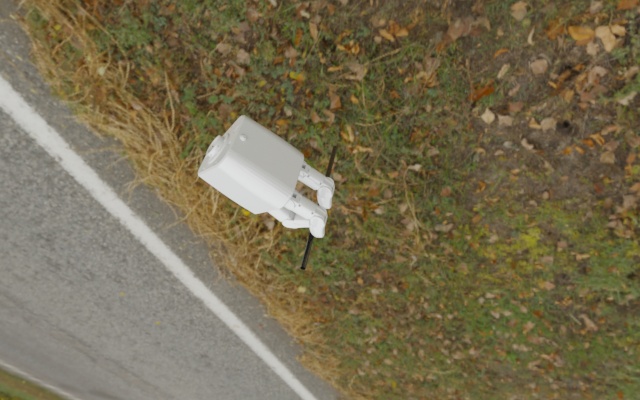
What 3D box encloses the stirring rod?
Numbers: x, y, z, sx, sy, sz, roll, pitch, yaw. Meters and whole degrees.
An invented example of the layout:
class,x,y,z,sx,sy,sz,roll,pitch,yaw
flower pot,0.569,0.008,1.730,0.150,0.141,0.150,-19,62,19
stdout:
class,x,y,z,sx,sy,sz,roll,pitch,yaw
stirring rod,0.000,0.002,0.747,0.011,0.239,0.011,10,-36,7
